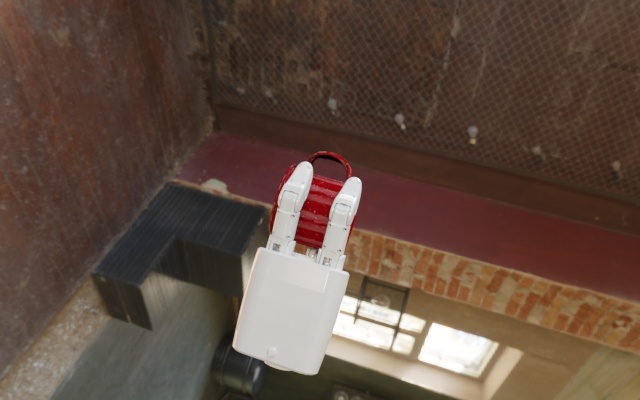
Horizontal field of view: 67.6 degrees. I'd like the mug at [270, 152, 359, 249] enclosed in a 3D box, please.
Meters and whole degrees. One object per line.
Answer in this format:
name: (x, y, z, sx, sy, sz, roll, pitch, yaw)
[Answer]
mug: (0.001, 0.000, 0.551, 0.081, 0.117, 0.093, 16, -6, 11)
